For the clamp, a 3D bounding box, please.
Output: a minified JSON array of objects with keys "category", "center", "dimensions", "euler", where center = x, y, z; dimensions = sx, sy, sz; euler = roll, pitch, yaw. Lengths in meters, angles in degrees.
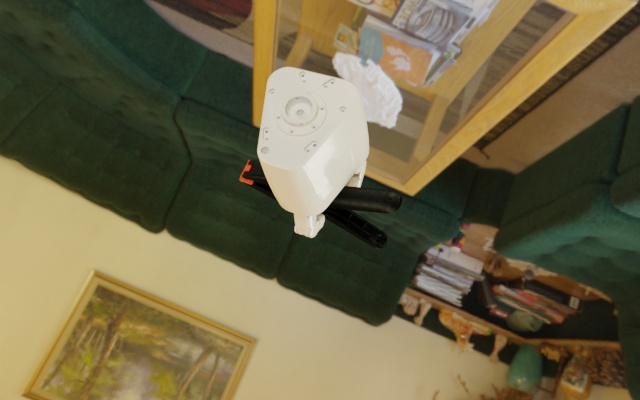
[{"category":"clamp","center":[-0.001,0.002,0.605],"dimensions":[0.210,0.036,0.165],"euler":[18,-21,16]}]
